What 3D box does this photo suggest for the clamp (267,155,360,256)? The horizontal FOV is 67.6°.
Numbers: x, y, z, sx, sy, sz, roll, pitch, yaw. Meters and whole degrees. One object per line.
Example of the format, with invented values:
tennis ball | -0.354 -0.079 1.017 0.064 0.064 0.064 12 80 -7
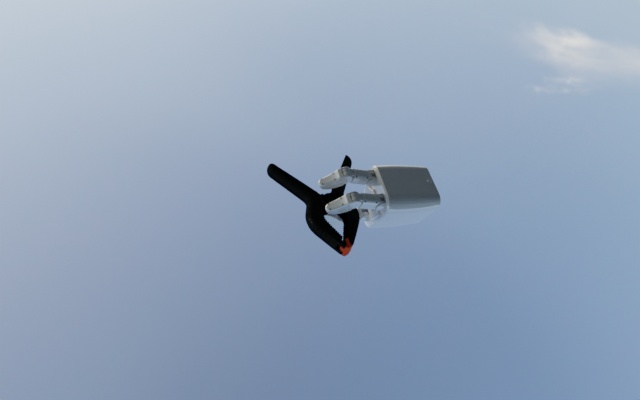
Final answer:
clamp | 0.000 0.004 0.830 0.164 0.209 0.036 -3 -37 -17
